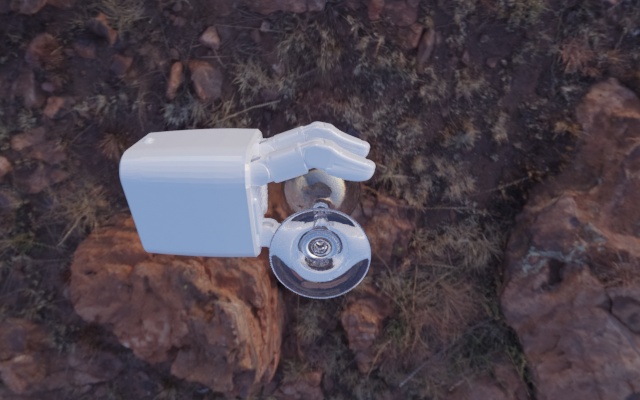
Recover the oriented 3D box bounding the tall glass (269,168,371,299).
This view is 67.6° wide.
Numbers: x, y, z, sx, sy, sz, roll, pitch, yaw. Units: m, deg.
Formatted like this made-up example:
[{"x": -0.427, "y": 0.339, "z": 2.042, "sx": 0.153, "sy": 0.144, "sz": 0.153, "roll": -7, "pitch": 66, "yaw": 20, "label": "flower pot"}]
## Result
[{"x": 0.000, "y": 0.002, "z": 0.435, "sx": 0.079, "sy": 0.079, "sz": 0.201, "roll": 0, "pitch": 23, "yaw": 1, "label": "tall glass"}]
